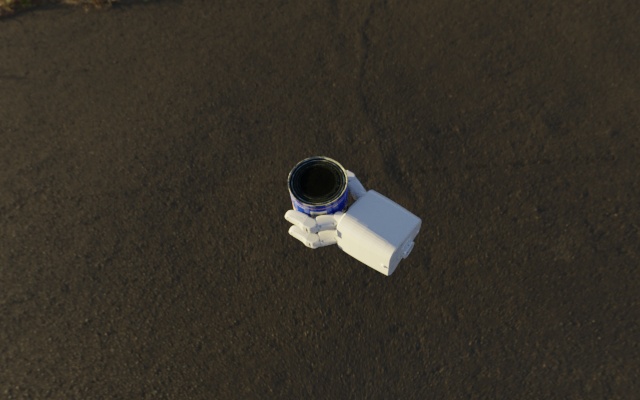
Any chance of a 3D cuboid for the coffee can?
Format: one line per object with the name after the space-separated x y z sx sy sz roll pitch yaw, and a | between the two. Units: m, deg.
0.000 0.003 0.866 0.103 0.102 0.140 0 -32 5 | coffee can
